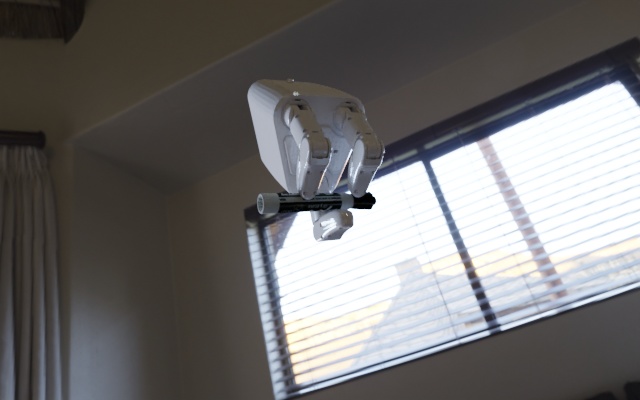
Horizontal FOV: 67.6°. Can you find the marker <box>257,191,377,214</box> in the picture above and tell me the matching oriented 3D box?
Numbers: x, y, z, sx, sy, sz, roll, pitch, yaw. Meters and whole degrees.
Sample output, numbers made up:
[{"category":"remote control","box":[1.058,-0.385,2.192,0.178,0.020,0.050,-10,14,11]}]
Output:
[{"category":"marker","box":[0.000,0.001,0.456,0.121,0.020,0.020,-2,1,-26]}]
